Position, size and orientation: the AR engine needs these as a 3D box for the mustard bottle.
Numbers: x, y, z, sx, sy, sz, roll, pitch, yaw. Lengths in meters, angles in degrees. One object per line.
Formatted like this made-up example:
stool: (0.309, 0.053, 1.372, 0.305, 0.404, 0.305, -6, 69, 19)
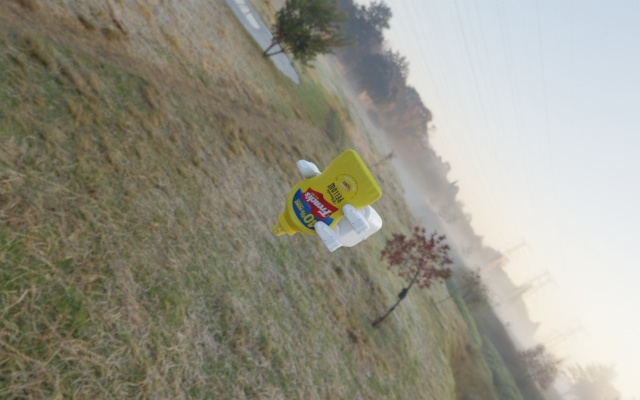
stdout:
mustard bottle: (0.000, 0.002, 0.807, 0.191, 0.096, 0.058, -33, 3, 11)
